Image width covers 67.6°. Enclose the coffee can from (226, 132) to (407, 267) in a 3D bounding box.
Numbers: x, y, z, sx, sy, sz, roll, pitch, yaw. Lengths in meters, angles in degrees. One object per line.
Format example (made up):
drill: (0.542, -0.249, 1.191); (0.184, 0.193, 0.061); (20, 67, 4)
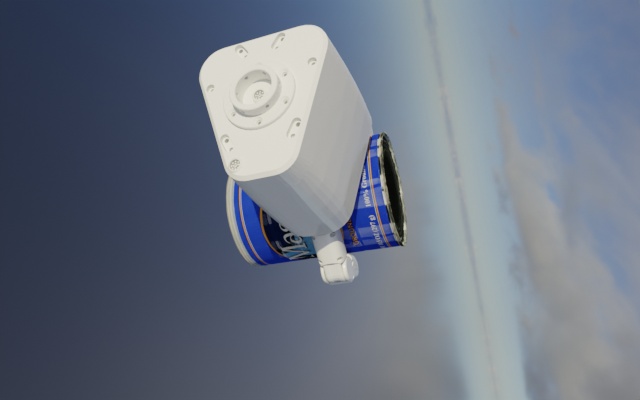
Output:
coffee can: (0.000, 0.002, 0.439); (0.140, 0.103, 0.103); (-10, -3, 16)
